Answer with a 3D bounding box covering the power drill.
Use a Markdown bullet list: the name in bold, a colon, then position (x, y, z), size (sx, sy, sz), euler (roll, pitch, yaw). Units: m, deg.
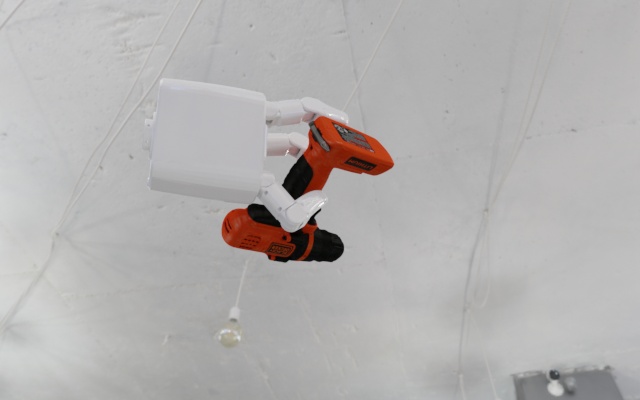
- **power drill**: position (0.000, 0.001, 0.571), size (0.184, 0.188, 0.057), euler (15, 33, -43)
